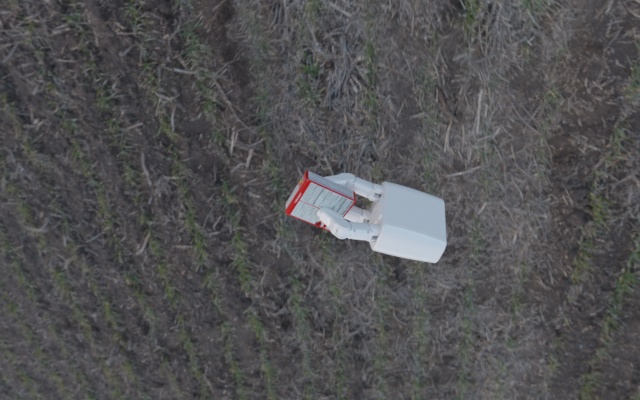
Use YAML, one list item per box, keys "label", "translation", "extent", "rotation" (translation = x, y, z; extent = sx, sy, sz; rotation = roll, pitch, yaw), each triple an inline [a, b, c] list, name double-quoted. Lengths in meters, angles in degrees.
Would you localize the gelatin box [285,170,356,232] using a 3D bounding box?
- label: "gelatin box"
  translation: [0.000, 0.003, 0.745]
  extent: [0.089, 0.073, 0.030]
  rotation: [23, 33, -19]
